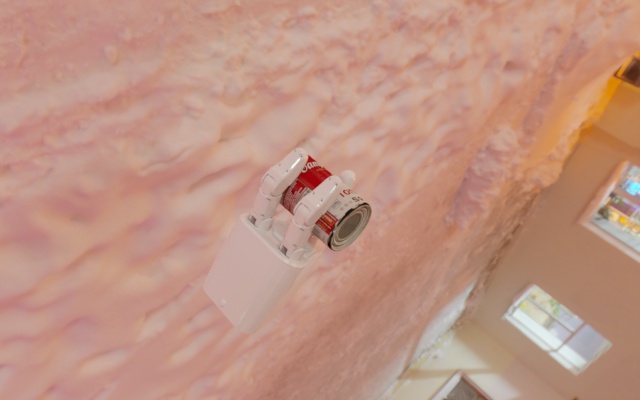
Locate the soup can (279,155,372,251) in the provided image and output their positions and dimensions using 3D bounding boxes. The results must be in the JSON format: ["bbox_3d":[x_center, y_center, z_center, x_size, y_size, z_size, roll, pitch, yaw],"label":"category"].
[{"bbox_3d":[0.001,0.002,0.549,0.102,0.068,0.068,41,21,27],"label":"soup can"}]
